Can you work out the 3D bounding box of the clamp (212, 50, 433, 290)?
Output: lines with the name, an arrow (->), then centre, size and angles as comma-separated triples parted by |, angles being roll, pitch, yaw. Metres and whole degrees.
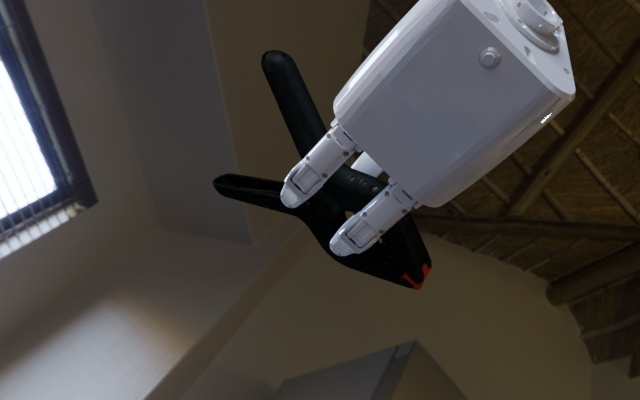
clamp -> 0.001, 0.001, 0.402 | 0.036, 0.210, 0.165 | -46, 1, -42
